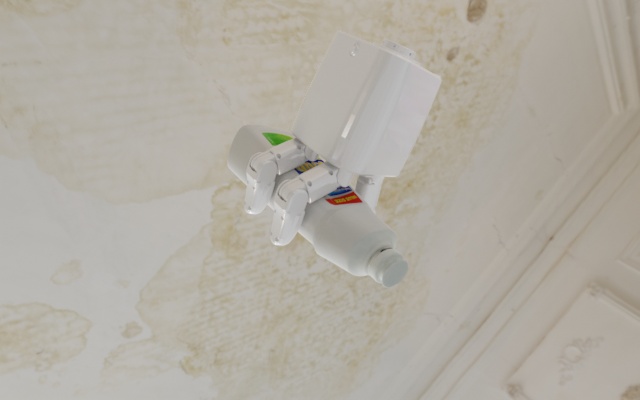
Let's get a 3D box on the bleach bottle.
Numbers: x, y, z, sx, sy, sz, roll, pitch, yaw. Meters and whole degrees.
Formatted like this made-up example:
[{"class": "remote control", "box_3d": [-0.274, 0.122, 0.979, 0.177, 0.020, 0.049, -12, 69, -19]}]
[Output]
[{"class": "bleach bottle", "box_3d": [0.000, 0.002, 0.485, 0.102, 0.068, 0.250, 8, 23, -42]}]
